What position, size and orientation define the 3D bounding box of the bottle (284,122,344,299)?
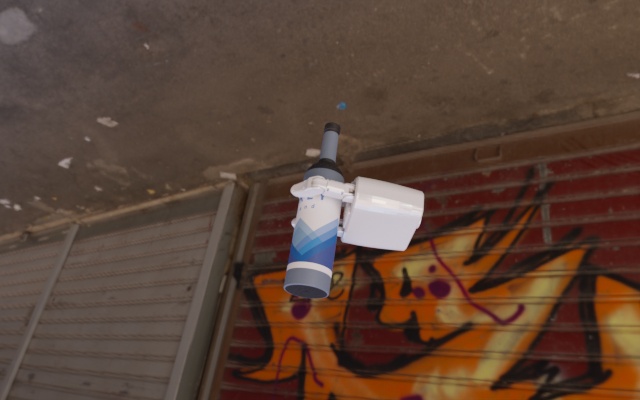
[{"bbox_3d":[0.000,0.003,0.756,0.069,0.295,0.069,7,-27,4],"label":"bottle"}]
